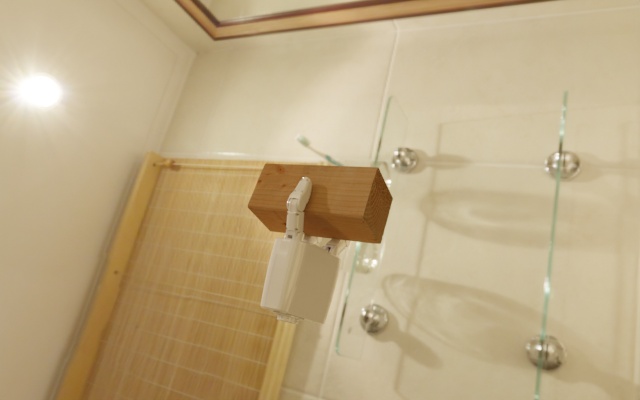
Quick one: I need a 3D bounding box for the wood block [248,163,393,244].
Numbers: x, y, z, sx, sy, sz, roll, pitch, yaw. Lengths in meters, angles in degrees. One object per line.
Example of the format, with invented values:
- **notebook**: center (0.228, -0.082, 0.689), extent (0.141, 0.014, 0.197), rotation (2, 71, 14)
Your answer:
- **wood block**: center (0.000, 0.003, 0.776), extent (0.206, 0.090, 0.091), rotation (4, -30, 28)
